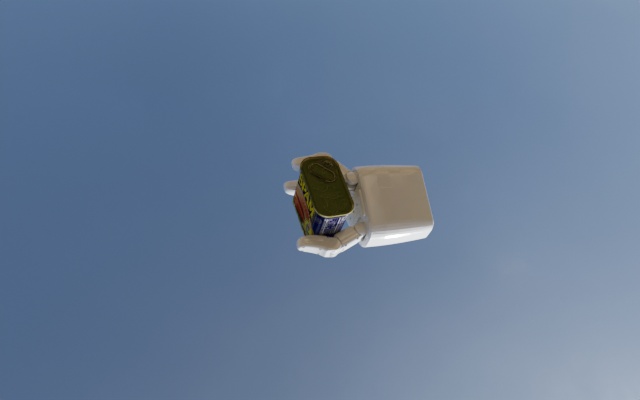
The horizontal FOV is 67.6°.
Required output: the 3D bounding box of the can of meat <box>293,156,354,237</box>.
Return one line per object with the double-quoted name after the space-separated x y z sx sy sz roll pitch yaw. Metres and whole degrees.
0.000 0.003 0.679 0.057 0.102 0.084 -8 -33 -20 "can of meat"
